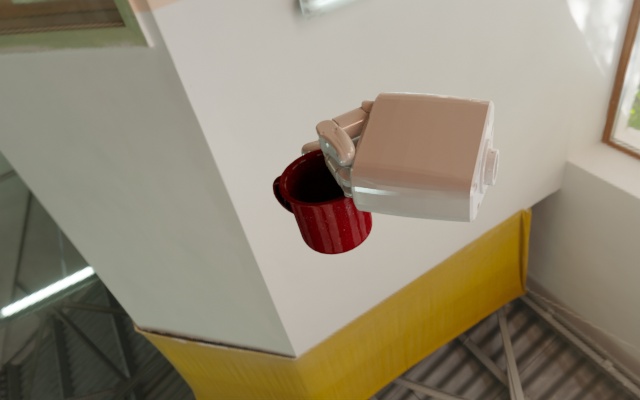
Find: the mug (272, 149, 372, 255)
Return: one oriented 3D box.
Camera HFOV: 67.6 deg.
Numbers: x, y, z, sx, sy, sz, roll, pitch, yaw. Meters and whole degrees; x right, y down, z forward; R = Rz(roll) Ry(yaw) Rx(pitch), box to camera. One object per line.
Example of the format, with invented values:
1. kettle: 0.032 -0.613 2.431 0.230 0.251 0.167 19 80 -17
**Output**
1. mug: -0.001 0.002 0.517 0.117 0.082 0.093 9 46 27
